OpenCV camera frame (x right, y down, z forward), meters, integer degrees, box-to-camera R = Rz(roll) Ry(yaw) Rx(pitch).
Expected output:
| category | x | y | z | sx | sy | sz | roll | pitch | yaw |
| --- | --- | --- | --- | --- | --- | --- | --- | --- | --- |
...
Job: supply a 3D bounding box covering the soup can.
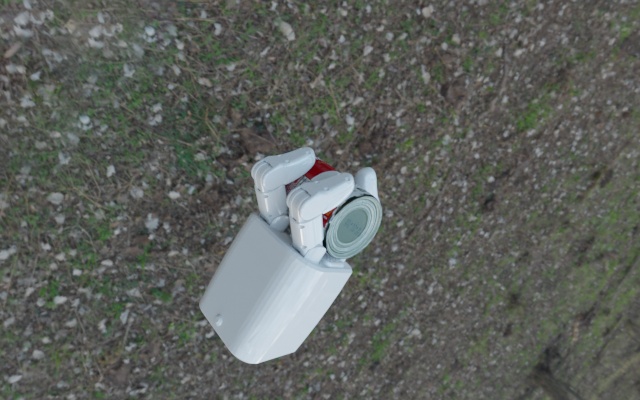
| category | x | y | z | sx | sy | sz | roll | pitch | yaw |
| --- | --- | --- | --- | --- | --- | --- | --- | --- | --- |
| soup can | 0.001 | 0.001 | 0.453 | 0.068 | 0.068 | 0.102 | 0 | 27 | -42 |
